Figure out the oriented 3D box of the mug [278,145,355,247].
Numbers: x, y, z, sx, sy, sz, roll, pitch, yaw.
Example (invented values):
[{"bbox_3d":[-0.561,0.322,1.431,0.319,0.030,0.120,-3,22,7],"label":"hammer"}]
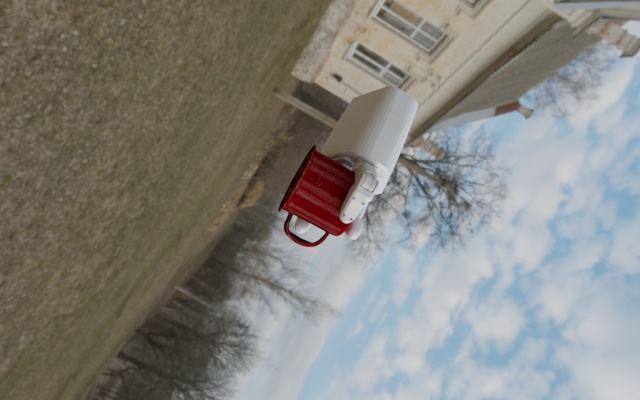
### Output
[{"bbox_3d":[0.000,0.003,0.584,0.081,0.117,0.093,29,-14,-8],"label":"mug"}]
